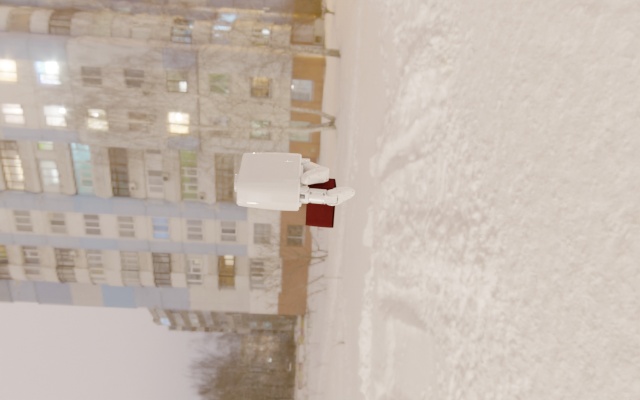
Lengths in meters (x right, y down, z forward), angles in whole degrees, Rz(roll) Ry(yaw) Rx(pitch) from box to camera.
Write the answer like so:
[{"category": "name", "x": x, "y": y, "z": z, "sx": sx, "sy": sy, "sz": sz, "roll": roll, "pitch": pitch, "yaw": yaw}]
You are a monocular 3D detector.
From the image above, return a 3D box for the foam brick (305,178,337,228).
[{"category": "foam brick", "x": 0.000, "y": 0.003, "z": 0.862, "sx": 0.051, "sy": 0.078, "sz": 0.053, "roll": 3, "pitch": 23, "yaw": -2}]
